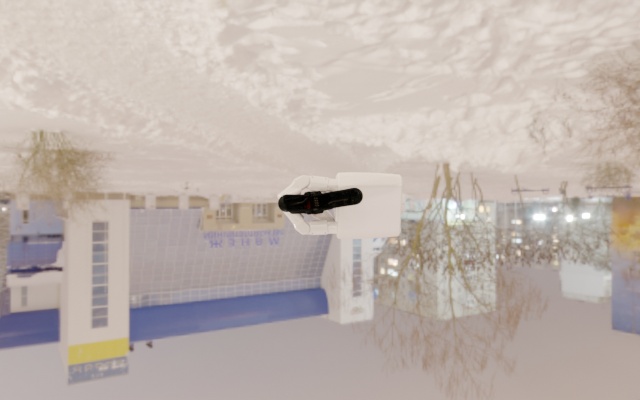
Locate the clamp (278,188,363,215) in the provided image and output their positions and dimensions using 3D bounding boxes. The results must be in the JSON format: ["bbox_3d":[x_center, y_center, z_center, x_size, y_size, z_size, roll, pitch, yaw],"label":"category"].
[{"bbox_3d":[0.000,0.003,0.738,0.120,0.039,0.171,0,-1,-1],"label":"clamp"}]
